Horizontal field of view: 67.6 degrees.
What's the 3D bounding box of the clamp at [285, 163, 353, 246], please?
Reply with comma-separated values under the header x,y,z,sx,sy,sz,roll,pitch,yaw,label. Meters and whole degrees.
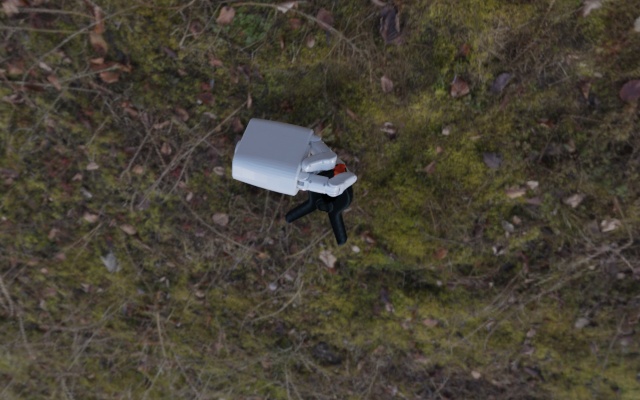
x,y,z,sx,sy,sz,roll,pitch,yaw,label
0.000,0.003,0.836,0.120,0.172,0.039,13,39,4,clamp
